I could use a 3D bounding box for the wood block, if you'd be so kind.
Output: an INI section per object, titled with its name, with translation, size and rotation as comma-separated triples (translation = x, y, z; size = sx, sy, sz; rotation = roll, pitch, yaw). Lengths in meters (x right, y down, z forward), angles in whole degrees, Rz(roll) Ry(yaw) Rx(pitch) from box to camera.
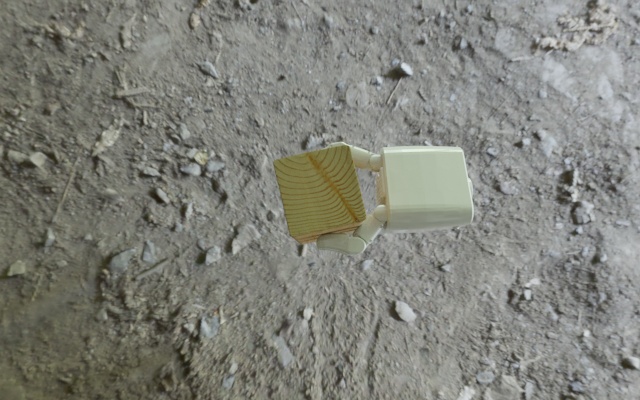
[wood block]
translation = 0.000, 0.002, 0.628
size = 0.090, 0.091, 0.206
rotation = -13, -8, -1
